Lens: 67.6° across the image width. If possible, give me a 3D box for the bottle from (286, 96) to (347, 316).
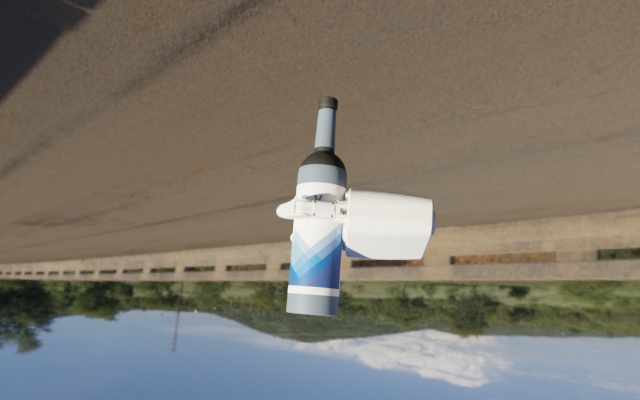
[{"bbox_3d":[0.000,0.002,0.643,0.069,0.295,0.069,4,-12,1],"label":"bottle"}]
